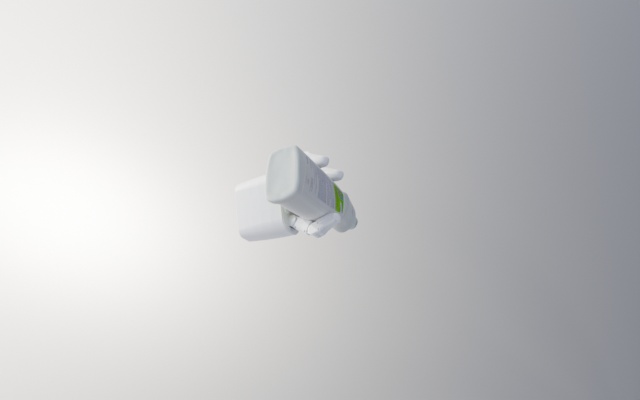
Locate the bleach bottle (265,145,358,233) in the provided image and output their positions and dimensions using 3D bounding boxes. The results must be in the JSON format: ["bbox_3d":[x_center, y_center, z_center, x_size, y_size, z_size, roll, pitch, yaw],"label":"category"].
[{"bbox_3d":[0.000,0.003,0.851,0.068,0.102,0.251,-14,-30,26],"label":"bleach bottle"}]
